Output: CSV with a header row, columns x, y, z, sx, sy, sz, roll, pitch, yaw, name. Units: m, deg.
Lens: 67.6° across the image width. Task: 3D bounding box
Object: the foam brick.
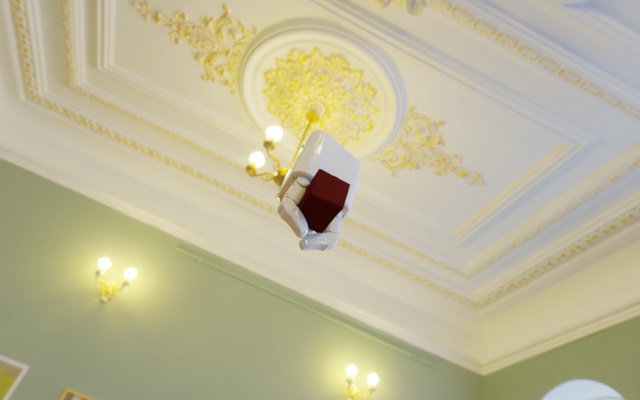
x,y,z,sx,sy,sz,roll,pitch,yaw,name
0.000,0.002,0.693,0.053,0.051,0.078,28,-39,-8,foam brick
